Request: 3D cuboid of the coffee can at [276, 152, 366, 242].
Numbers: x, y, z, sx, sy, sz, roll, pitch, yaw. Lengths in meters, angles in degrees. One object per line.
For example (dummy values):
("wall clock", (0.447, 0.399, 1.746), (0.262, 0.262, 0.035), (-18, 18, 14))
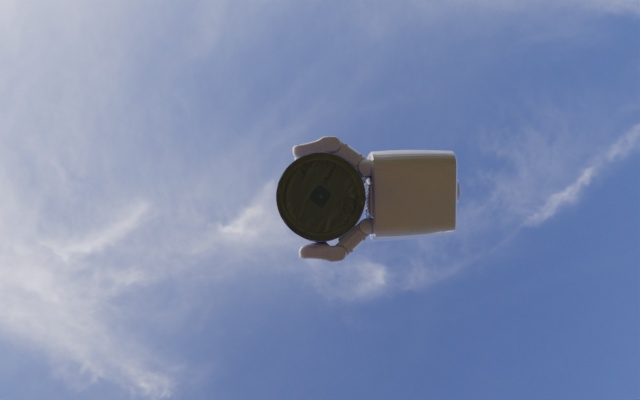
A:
("coffee can", (0.000, 0.002, 0.611), (0.103, 0.103, 0.140), (0, -6, 0))
